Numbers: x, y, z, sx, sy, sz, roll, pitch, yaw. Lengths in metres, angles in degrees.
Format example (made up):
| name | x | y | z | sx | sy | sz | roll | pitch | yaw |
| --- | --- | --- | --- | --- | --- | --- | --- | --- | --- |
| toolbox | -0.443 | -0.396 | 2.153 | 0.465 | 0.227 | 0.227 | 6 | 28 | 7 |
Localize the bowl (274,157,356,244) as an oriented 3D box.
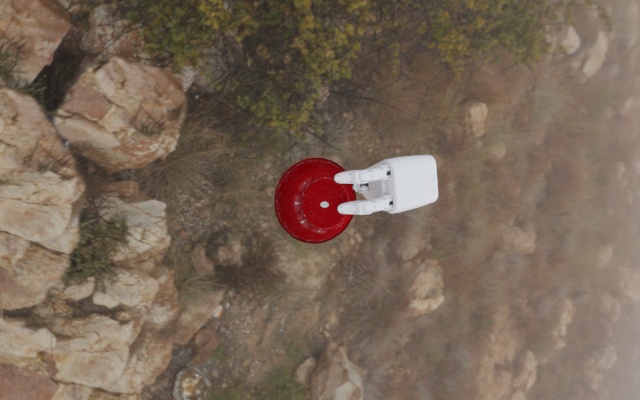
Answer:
| name | x | y | z | sx | sy | sz | roll | pitch | yaw |
| --- | --- | --- | --- | --- | --- | --- | --- | --- | --- |
| bowl | -0.001 | 0.003 | 0.864 | 0.162 | 0.162 | 0.055 | 0 | 5 | -19 |
